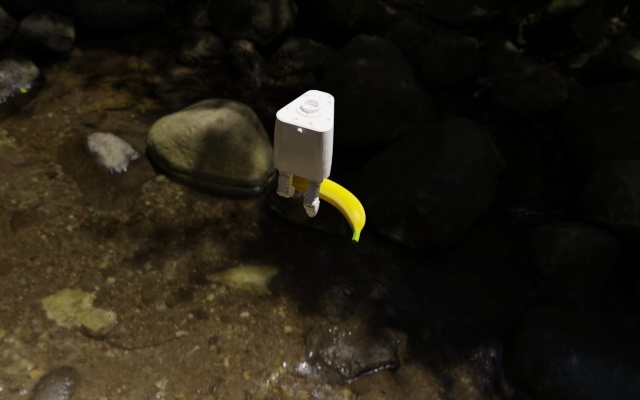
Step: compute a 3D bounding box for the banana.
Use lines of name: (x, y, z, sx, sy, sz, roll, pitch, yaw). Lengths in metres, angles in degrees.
banana: (0.016, -0.005, 0.890, 0.197, 0.037, 0.069, 38, 56, 25)
